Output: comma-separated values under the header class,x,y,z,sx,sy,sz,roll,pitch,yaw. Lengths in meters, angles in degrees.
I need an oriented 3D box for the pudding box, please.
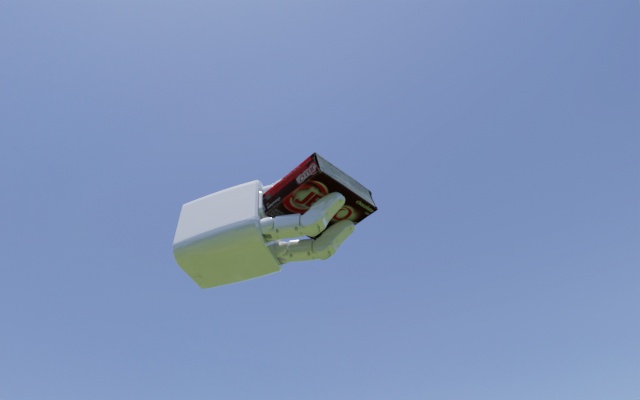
class,x,y,z,sx,sy,sz,roll,pitch,yaw
pudding box,0.000,0.002,0.582,0.090,0.039,0.113,-37,-43,25
